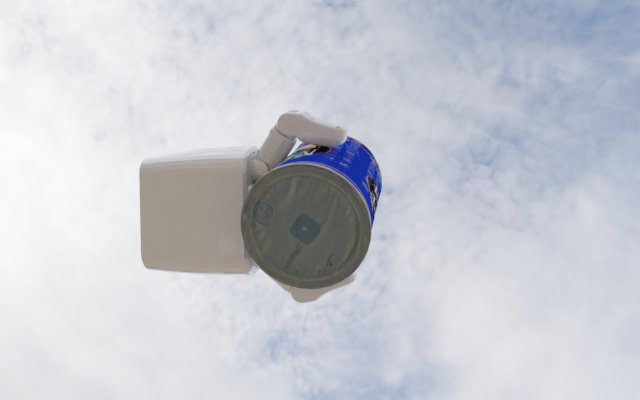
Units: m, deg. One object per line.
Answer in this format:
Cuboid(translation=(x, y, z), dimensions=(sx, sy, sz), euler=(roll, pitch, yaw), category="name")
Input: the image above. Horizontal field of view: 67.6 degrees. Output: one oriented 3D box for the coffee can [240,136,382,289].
Cuboid(translation=(0.000, 0.001, 0.429), dimensions=(0.103, 0.103, 0.140), euler=(0, 17, 11), category="coffee can")
